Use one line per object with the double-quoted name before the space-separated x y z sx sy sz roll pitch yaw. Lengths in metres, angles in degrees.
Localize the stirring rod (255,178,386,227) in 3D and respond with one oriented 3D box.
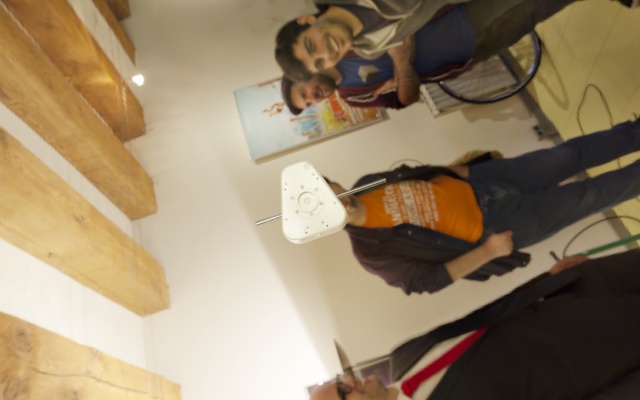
"stirring rod" 0.000 0.003 0.837 0.239 0.011 0.011 -19 0 0
